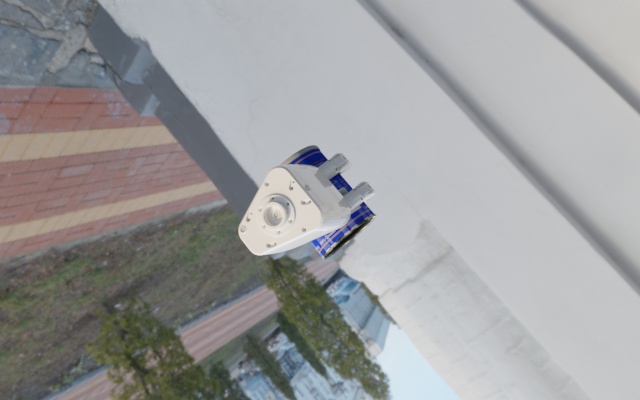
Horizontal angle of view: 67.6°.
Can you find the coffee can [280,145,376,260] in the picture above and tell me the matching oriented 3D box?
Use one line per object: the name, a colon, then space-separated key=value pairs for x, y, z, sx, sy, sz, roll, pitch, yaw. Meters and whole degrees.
coffee can: x=0.000 y=0.002 z=0.718 sx=0.103 sy=0.140 sz=0.103 roll=-38 pitch=-11 yaw=-9
